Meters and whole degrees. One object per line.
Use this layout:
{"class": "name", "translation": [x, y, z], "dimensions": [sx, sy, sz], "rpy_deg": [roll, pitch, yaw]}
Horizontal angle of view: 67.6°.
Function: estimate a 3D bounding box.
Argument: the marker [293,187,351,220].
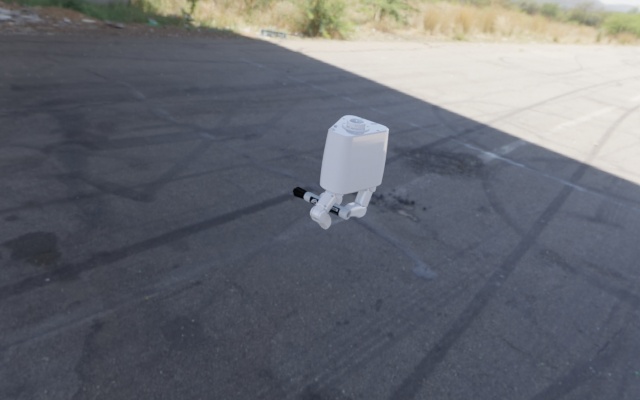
{"class": "marker", "translation": [0.000, 0.003, 0.850], "dimensions": [0.121, 0.020, 0.020], "rpy_deg": [24, 12, 28]}
